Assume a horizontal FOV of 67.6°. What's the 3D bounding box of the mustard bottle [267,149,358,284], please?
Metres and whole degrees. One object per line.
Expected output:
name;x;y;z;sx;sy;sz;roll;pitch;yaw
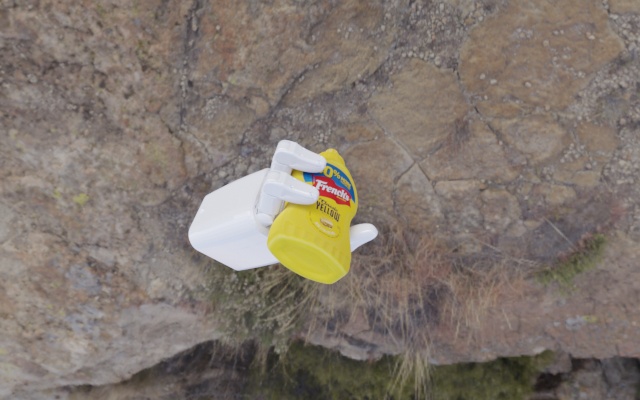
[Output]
mustard bottle;0.000;0.002;0.585;0.096;0.191;0.058;31;-48;-17
